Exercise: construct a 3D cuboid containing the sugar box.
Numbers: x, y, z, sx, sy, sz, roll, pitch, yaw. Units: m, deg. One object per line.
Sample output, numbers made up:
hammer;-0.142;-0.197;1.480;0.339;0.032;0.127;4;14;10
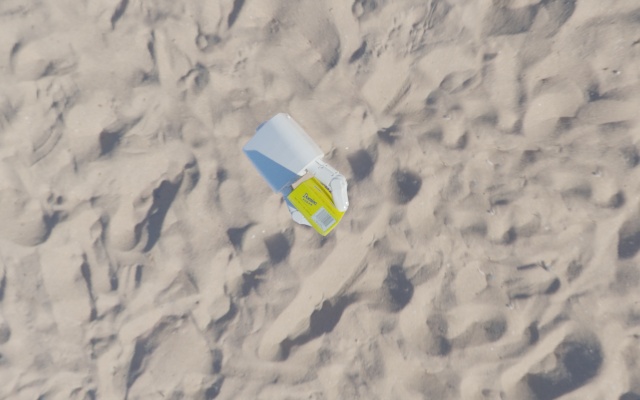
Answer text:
sugar box;0.000;0.002;0.875;0.048;0.093;0.176;-42;1;13
